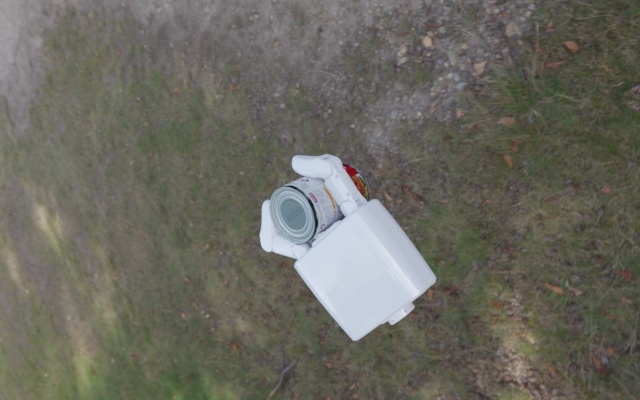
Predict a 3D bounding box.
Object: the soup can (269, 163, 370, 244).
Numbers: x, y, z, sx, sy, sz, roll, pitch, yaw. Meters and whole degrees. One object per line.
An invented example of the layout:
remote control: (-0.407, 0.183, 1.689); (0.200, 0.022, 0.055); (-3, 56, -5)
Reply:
soup can: (0.000, 0.001, 0.542); (0.068, 0.068, 0.102); (0, 17, 40)
